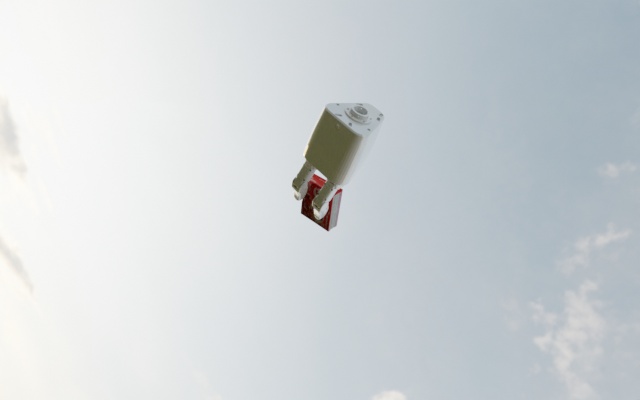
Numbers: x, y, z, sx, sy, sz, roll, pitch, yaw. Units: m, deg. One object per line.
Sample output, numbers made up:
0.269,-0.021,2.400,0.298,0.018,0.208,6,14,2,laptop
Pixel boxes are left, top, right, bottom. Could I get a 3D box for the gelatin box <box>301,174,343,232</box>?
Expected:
0.000,0.003,0.892,0.073,0.089,0.030,32,43,29,gelatin box
